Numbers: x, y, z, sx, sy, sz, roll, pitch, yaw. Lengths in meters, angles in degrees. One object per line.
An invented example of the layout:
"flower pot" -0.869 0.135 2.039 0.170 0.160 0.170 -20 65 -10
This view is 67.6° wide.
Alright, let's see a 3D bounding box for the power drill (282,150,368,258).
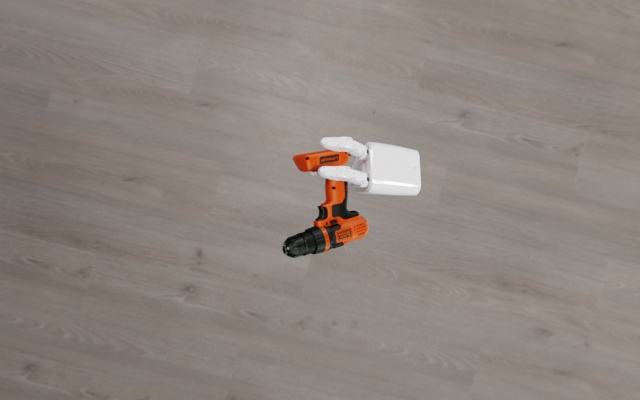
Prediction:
"power drill" 0.000 0.002 0.890 0.184 0.188 0.057 -15 12 -33
